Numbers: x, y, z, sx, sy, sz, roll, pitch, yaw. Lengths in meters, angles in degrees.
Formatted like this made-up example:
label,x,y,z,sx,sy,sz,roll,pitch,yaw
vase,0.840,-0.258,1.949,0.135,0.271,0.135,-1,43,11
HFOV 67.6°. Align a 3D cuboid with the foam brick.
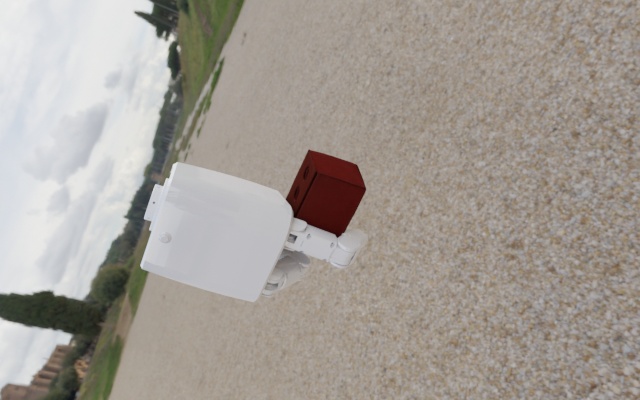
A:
label,x,y,z,sx,sy,sz,roll,pitch,yaw
foam brick,0.000,0.001,0.445,0.051,0.078,0.053,19,24,-17
